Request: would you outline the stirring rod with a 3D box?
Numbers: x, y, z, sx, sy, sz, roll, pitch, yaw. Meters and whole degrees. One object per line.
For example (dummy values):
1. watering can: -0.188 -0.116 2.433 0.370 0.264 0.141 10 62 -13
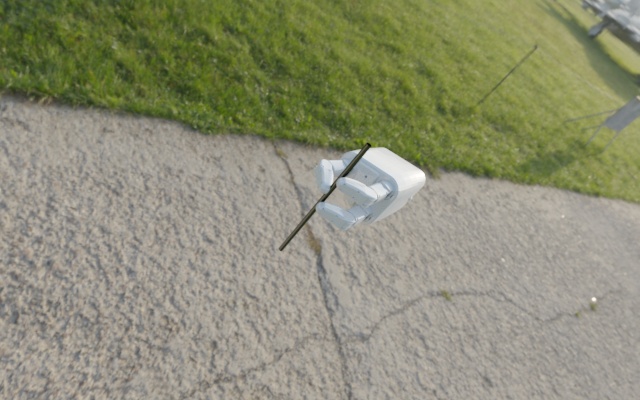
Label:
1. stirring rod: 0.000 0.002 0.698 0.011 0.011 0.240 0 -39 -43
